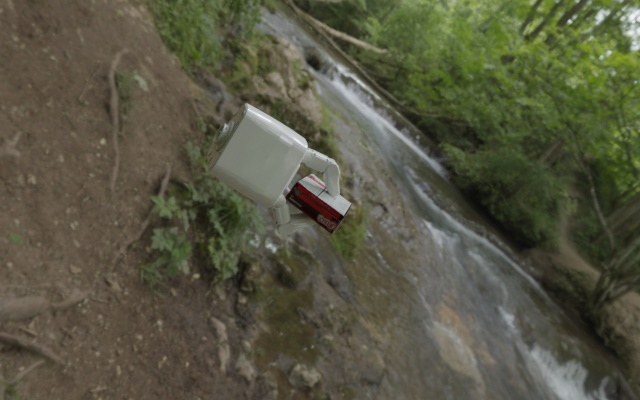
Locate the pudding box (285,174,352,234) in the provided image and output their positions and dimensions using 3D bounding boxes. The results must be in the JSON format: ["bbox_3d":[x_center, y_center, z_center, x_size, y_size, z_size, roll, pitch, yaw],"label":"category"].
[{"bbox_3d":[0.000,0.002,0.752,0.090,0.039,0.113,38,15,2],"label":"pudding box"}]
